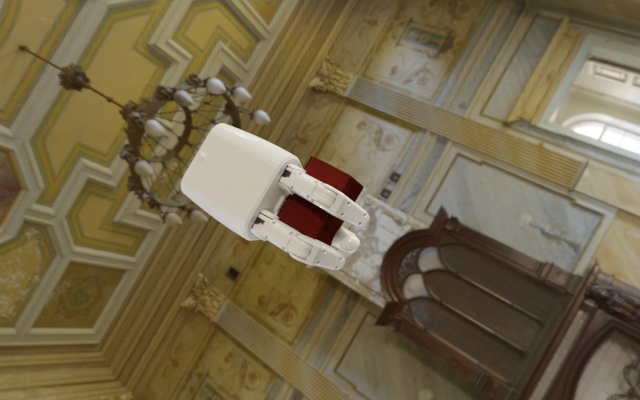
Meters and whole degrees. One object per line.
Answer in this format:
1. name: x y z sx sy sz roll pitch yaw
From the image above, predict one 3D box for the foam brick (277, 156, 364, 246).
1. foam brick: 0.000 0.001 0.507 0.051 0.078 0.053 29 -2 24
